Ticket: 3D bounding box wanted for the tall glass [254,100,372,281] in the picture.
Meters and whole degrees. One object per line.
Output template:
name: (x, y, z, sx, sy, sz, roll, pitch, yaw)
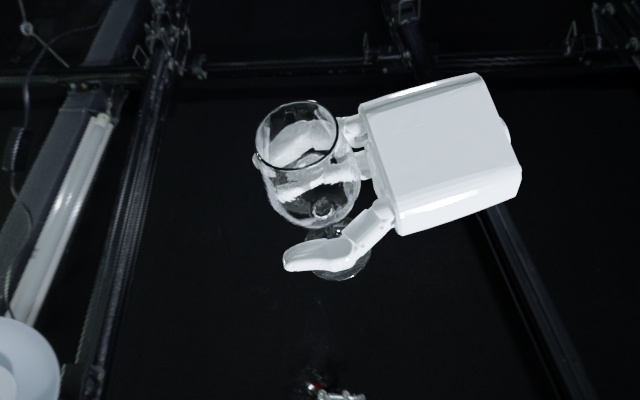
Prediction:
tall glass: (0.000, 0.002, 0.418, 0.079, 0.079, 0.201, 0, -29, 12)
